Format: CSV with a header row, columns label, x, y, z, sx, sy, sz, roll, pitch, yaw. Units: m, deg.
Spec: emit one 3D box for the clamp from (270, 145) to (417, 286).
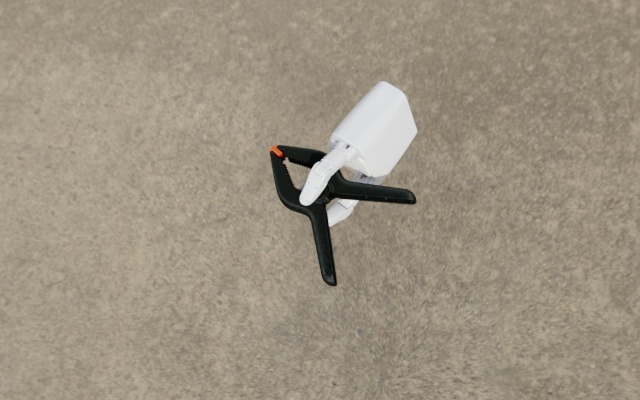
label,x,y,z,sx,sy,sz,roll,pitch,yaw
clamp,0.000,0.001,0.652,0.210,0.164,0.036,36,-9,18
